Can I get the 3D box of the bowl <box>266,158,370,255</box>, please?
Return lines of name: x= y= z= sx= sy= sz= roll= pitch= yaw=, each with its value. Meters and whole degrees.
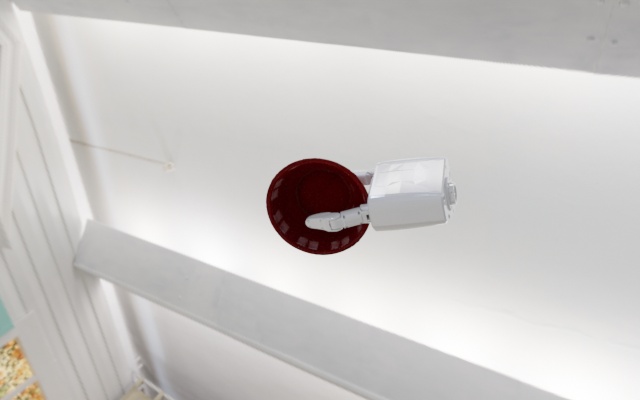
bowl: x=-0.001 y=0.002 z=0.741 sx=0.162 sy=0.162 sz=0.055 roll=0 pitch=24 yaw=10
